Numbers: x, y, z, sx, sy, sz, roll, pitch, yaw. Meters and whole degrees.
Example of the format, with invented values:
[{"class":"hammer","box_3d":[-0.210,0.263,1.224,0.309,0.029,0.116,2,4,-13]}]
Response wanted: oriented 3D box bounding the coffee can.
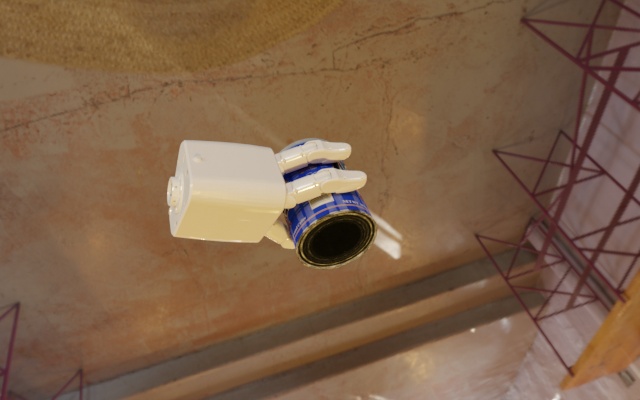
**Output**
[{"class":"coffee can","box_3d":[0.000,0.002,0.614,0.103,0.103,0.140,0,43,-24]}]
